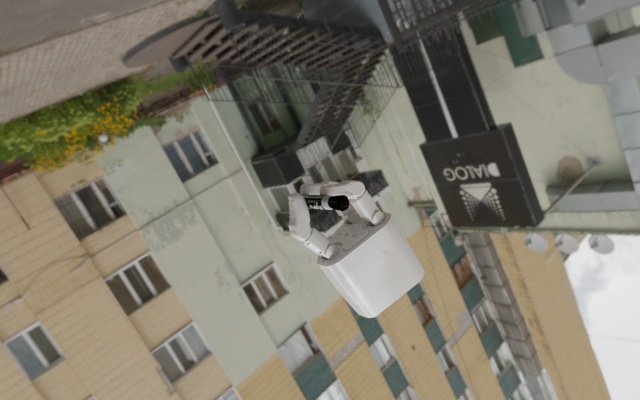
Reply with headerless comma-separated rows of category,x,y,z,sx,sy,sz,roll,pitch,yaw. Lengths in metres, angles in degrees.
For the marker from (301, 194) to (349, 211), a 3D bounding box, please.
marker,0.000,0.002,0.596,0.020,0.020,0.121,0,1,-28
